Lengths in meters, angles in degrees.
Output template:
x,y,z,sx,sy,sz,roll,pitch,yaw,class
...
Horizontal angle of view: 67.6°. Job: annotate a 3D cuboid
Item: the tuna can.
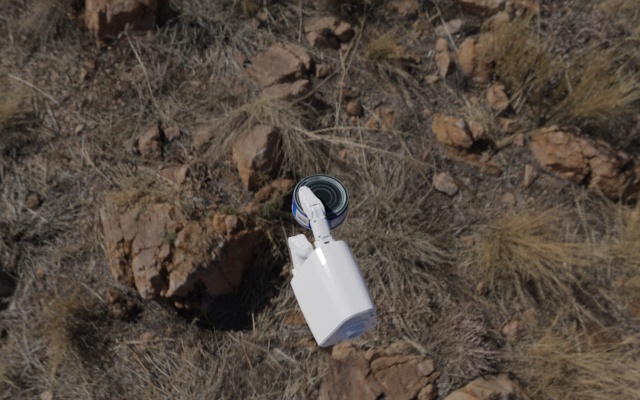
x,y,z,sx,sy,sz,roll,pitch,yaw,class
0.000,0.002,0.723,0.086,0.086,0.034,0,-36,-5,tuna can
